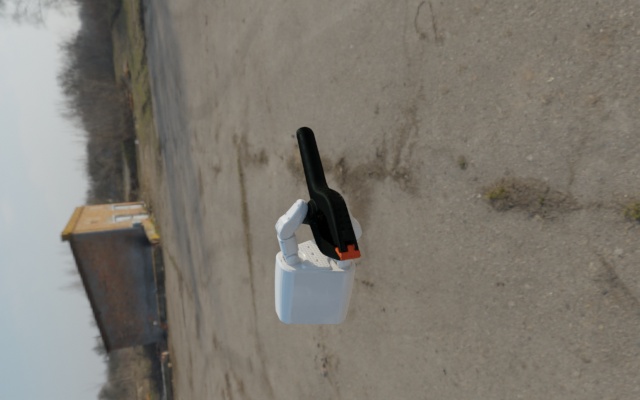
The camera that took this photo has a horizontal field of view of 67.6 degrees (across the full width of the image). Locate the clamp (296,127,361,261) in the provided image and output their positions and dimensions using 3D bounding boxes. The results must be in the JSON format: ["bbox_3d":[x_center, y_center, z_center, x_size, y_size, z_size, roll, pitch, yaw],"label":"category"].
[{"bbox_3d":[0.000,0.003,0.662,0.036,0.165,0.210,-8,30,-21],"label":"clamp"}]
